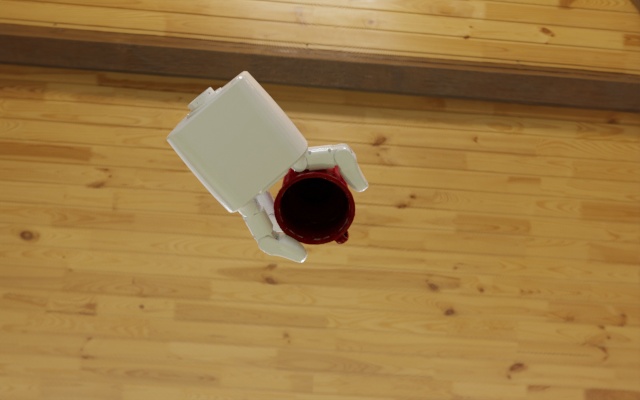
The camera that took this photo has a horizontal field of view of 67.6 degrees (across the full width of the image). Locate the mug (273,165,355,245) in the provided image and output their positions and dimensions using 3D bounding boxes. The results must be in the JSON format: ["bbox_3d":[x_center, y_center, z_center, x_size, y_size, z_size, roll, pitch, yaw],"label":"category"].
[{"bbox_3d":[0.001,0.003,0.582,0.093,0.117,0.081,-32,23,15],"label":"mug"}]
